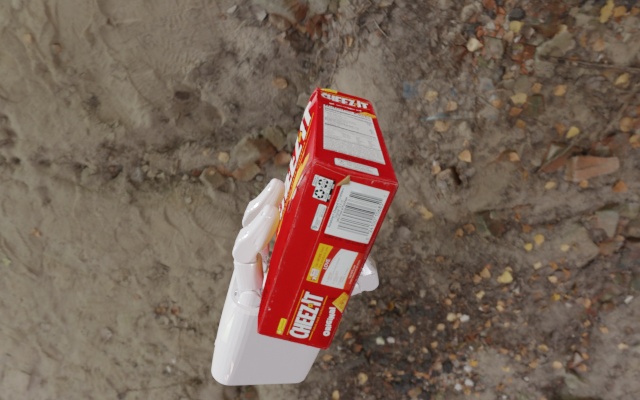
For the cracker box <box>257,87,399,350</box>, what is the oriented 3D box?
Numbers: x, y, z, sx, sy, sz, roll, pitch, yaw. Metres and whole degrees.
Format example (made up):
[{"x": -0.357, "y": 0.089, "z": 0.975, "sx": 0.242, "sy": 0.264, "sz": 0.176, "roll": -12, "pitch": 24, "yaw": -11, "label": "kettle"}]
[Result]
[{"x": 0.000, "y": 0.002, "z": 0.452, "sx": 0.072, "sy": 0.164, "sz": 0.213, "roll": 15, "pitch": 26, "yaw": -8, "label": "cracker box"}]
